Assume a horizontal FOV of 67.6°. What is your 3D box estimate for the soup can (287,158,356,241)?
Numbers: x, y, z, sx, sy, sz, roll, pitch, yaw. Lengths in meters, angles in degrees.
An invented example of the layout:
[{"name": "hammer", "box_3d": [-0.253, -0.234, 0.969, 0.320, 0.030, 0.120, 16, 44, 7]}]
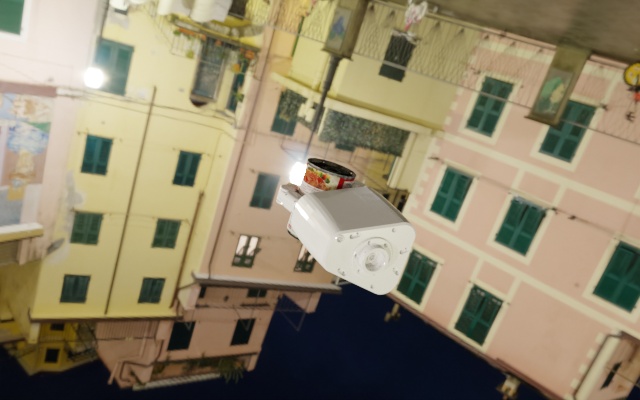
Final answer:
[{"name": "soup can", "box_3d": [0.000, 0.002, 0.643, 0.068, 0.102, 0.068, 17, 16, -5]}]
